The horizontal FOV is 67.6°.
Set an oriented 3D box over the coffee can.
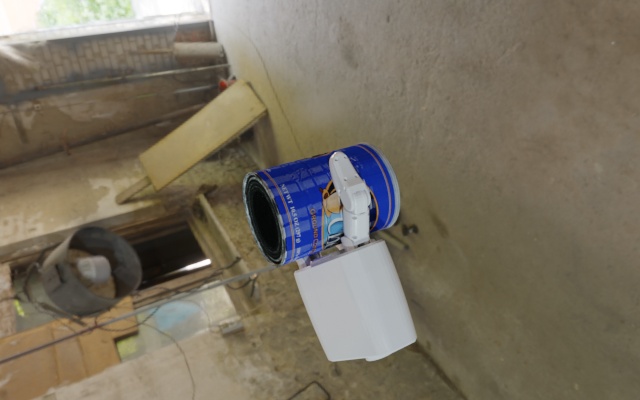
[{"bbox_3d":[0.000,0.001,0.520,0.140,0.103,0.103,-17,7,-25],"label":"coffee can"}]
